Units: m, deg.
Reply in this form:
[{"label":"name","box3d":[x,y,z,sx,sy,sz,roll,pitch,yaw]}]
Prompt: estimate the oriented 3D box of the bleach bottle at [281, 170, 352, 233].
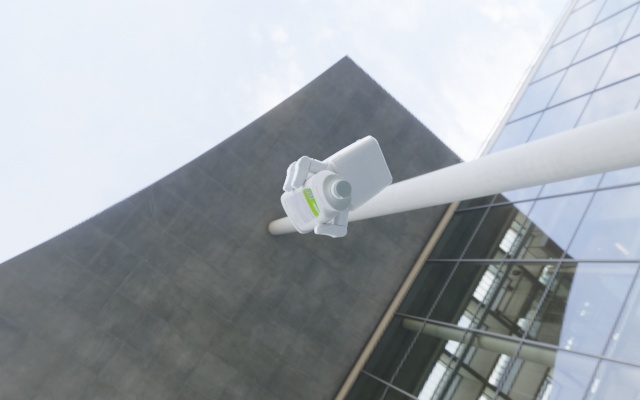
[{"label":"bleach bottle","box3d":[0.000,0.003,0.885,0.068,0.102,0.251,-33,5,-20]}]
